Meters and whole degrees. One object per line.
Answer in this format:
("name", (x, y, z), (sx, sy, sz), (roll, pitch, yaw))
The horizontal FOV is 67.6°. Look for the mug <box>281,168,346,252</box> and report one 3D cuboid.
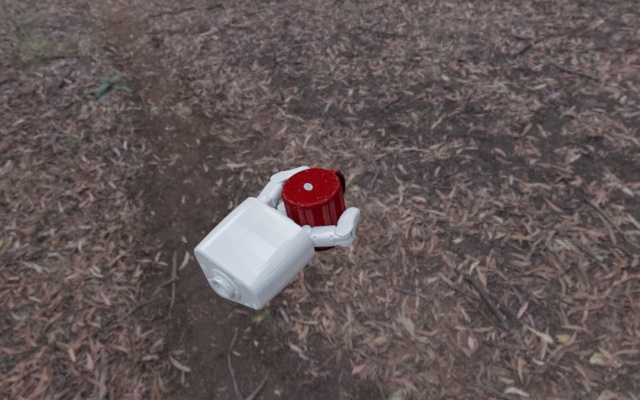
("mug", (0.001, 0.001, 0.665), (0.093, 0.082, 0.117), (20, 51, 32))
